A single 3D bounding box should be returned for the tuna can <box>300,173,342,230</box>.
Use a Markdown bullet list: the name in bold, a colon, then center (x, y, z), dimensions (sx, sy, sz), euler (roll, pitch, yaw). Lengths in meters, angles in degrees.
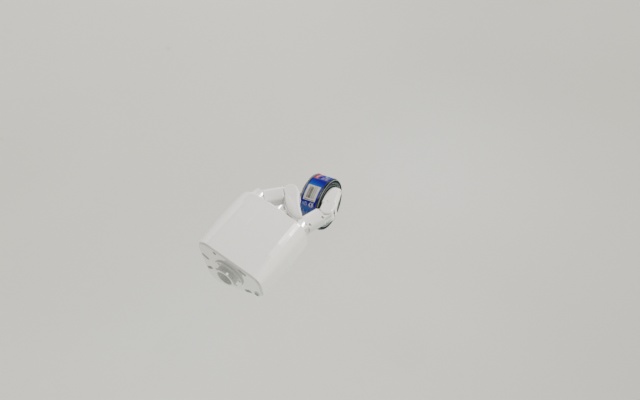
- **tuna can**: center (0.001, 0.003, 0.756), dimensions (0.033, 0.086, 0.086), euler (18, 8, 25)
